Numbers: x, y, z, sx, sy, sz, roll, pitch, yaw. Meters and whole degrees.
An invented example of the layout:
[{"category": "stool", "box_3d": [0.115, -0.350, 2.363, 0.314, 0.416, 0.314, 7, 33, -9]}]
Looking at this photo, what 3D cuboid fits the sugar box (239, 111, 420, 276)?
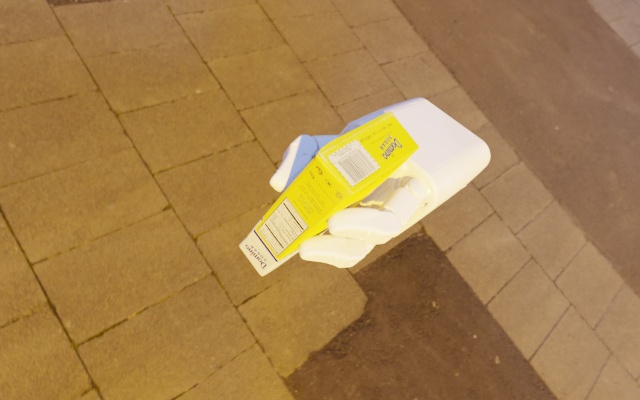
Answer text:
[{"category": "sugar box", "box_3d": [0.001, 0.002, 0.422, 0.093, 0.048, 0.176, -32, -11, -38]}]
